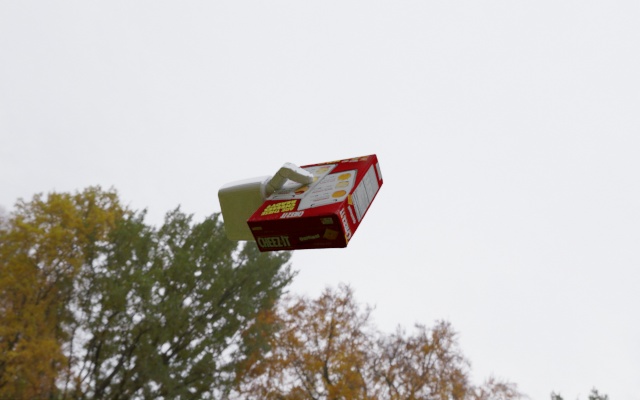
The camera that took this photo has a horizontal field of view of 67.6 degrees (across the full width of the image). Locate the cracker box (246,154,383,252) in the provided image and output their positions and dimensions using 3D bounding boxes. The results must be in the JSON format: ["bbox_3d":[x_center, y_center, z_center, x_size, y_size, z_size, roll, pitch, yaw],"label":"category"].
[{"bbox_3d":[0.000,0.002,0.821,0.164,0.072,0.213,-6,27,28],"label":"cracker box"}]
